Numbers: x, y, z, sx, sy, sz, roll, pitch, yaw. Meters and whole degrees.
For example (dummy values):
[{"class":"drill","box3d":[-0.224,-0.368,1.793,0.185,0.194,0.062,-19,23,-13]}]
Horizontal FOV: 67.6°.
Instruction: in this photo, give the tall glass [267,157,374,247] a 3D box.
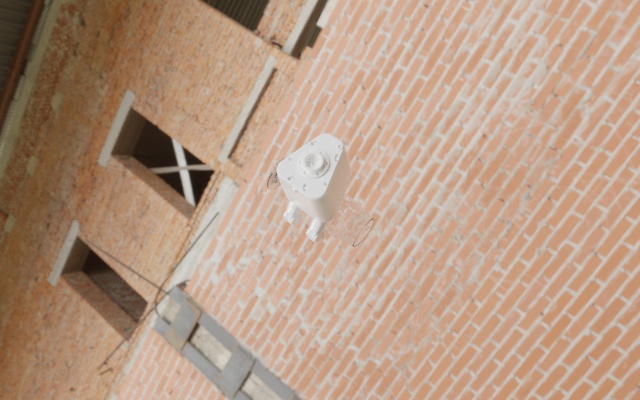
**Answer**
[{"class":"tall glass","box3d":[0.000,0.002,0.875,0.201,0.079,0.079,36,12,18]}]
